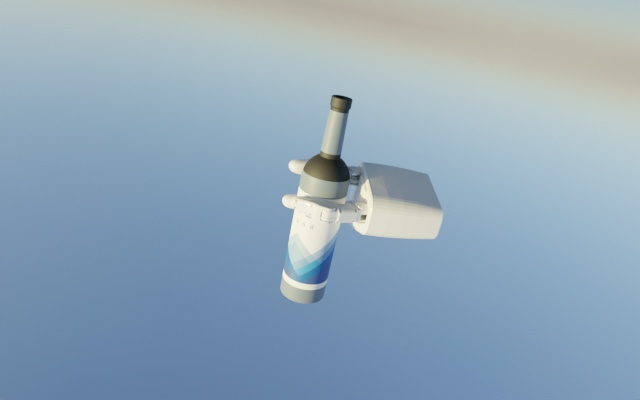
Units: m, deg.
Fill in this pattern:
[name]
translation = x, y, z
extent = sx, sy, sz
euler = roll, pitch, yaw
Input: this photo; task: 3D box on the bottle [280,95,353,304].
[bottle]
translation = 0.000, 0.002, 0.663
extent = 0.069, 0.296, 0.069
euler = 10, 22, -4
